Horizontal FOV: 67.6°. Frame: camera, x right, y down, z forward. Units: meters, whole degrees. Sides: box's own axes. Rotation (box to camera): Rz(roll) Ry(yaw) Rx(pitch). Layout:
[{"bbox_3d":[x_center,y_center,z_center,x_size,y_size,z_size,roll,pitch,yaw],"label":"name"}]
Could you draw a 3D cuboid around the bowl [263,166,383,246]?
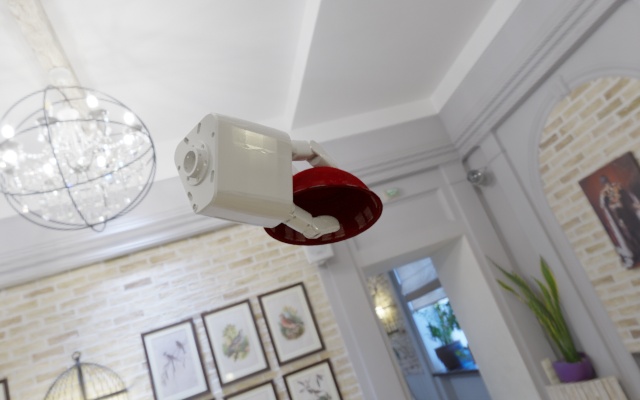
[{"bbox_3d":[0.001,0.002,0.647,0.162,0.055,0.162,-7,-31,-4],"label":"bowl"}]
